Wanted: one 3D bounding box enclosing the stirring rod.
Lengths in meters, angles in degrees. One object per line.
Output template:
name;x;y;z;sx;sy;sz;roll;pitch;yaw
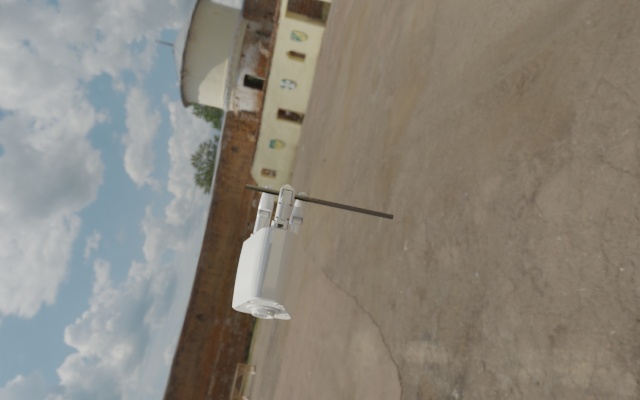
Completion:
stirring rod;0.000;0.003;0.760;0.239;0.011;0.011;12;-1;-6
